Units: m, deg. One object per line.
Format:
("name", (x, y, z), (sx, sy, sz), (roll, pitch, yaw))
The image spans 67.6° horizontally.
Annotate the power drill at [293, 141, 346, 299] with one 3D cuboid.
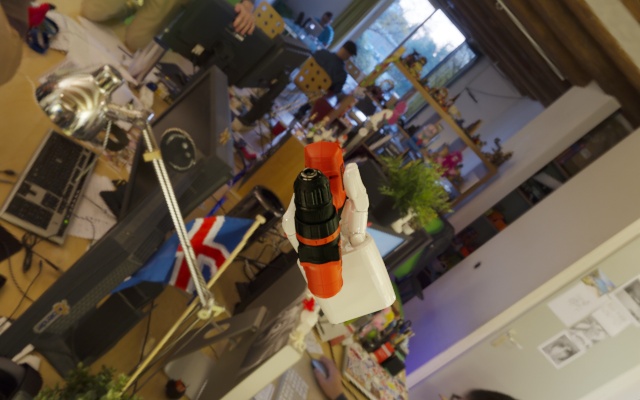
("power drill", (0.000, 0.002, 0.613), (0.057, 0.185, 0.187), (-1, 37, 6))
